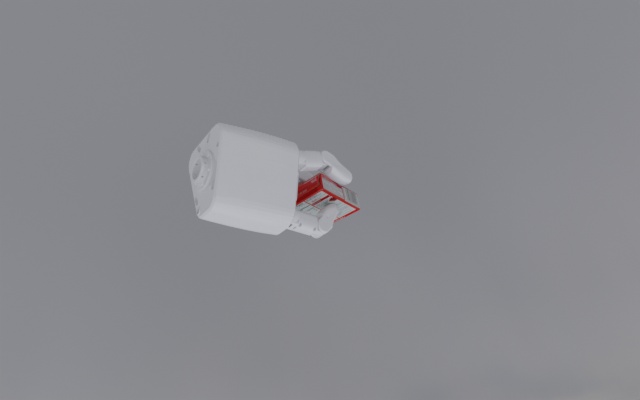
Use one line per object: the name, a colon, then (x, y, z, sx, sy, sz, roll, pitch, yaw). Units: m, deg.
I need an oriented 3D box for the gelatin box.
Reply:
gelatin box: (0.000, 0.003, 0.670, 0.073, 0.030, 0.089, -29, -37, 30)
